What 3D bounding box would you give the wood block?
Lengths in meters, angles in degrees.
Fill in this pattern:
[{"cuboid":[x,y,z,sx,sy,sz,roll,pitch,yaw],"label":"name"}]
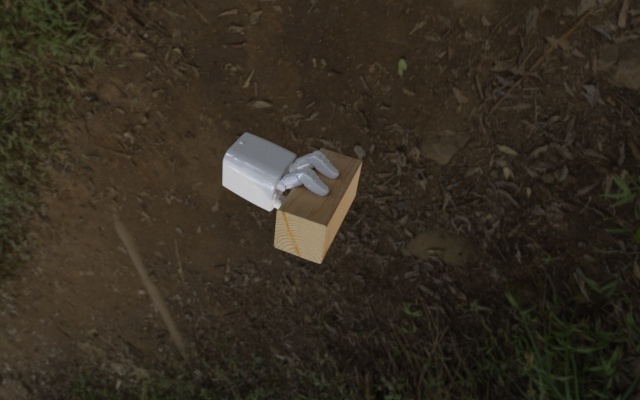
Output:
[{"cuboid":[0.000,0.003,0.868,0.090,0.091,0.206,18,41,11],"label":"wood block"}]
